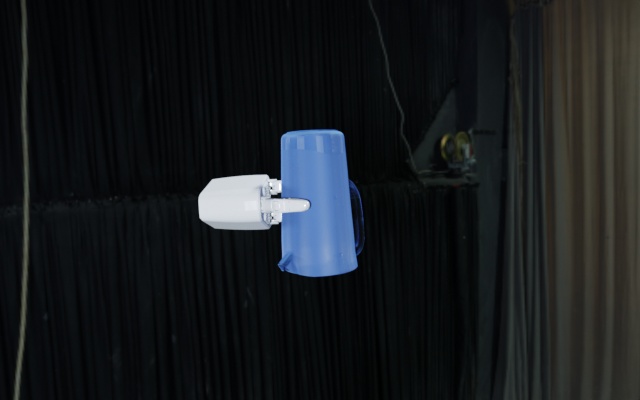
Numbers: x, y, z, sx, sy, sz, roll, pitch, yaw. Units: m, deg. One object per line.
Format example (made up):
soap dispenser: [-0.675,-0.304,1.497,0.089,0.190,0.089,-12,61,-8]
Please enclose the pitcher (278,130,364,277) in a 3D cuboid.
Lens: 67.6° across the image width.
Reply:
pitcher: [0.000,0.003,0.831,0.145,0.243,0.149,-2,4,6]
